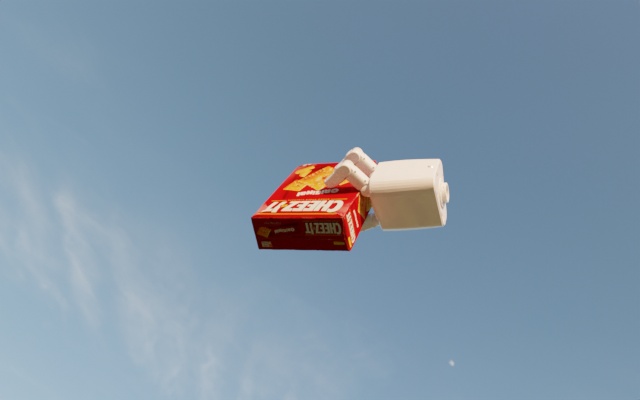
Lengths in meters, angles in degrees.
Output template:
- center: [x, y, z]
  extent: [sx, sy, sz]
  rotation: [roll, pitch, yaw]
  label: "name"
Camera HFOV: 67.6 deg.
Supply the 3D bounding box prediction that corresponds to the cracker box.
- center: [0.000, 0.003, 0.836]
  extent: [0.164, 0.072, 0.213]
  rotation: [-2, 26, 23]
  label: "cracker box"
